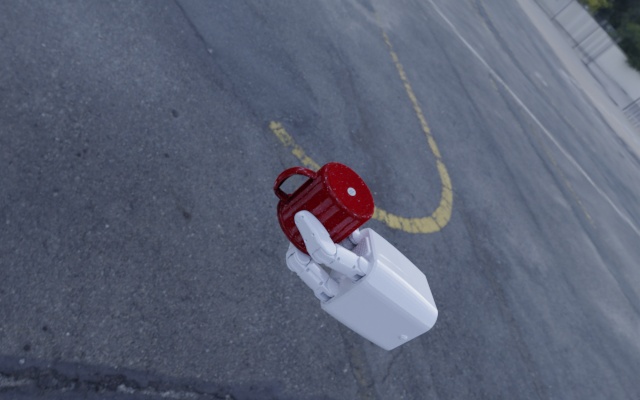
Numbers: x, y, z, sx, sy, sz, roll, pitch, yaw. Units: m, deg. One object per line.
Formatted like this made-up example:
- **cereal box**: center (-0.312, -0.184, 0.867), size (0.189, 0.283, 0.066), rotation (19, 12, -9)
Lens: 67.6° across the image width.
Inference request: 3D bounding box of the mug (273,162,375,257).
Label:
- **mug**: center (-0.001, 0.001, 0.560), size (0.117, 0.093, 0.081), rotation (37, -56, -18)
